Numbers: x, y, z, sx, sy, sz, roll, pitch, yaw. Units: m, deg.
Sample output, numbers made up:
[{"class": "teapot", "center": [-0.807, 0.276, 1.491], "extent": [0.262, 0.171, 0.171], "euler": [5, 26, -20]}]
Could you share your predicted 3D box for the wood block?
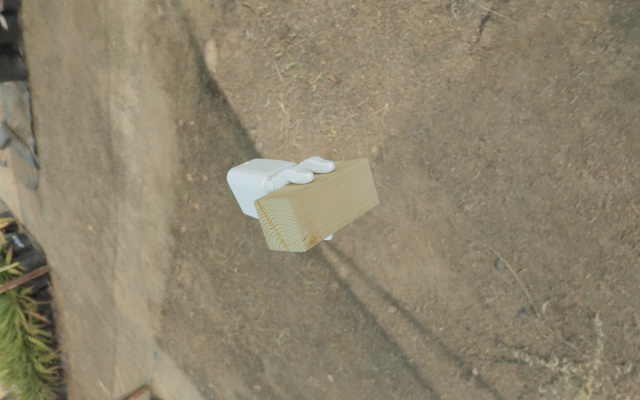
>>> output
[{"class": "wood block", "center": [0.000, 0.003, 0.819], "extent": [0.090, 0.091, 0.206], "euler": [-3, 19, 44]}]
